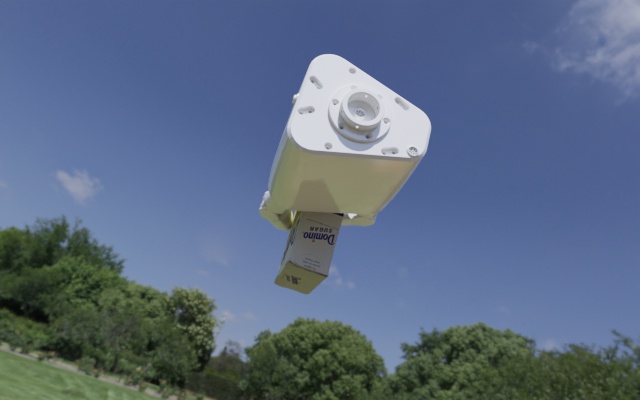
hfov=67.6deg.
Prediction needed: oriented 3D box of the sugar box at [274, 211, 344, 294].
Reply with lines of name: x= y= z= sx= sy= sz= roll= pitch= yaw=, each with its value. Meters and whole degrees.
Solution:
sugar box: x=0.000 y=0.001 z=0.498 sx=0.048 sy=0.176 sz=0.093 roll=21 pitch=-25 yaw=-5
